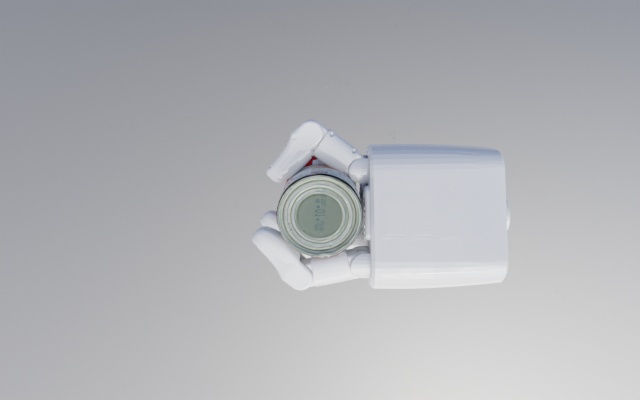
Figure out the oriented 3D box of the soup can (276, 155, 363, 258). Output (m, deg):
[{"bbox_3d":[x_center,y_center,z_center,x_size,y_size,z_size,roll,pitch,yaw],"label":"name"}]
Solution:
[{"bbox_3d":[0.000,0.001,0.407,0.068,0.068,0.102,0,13,1],"label":"soup can"}]
